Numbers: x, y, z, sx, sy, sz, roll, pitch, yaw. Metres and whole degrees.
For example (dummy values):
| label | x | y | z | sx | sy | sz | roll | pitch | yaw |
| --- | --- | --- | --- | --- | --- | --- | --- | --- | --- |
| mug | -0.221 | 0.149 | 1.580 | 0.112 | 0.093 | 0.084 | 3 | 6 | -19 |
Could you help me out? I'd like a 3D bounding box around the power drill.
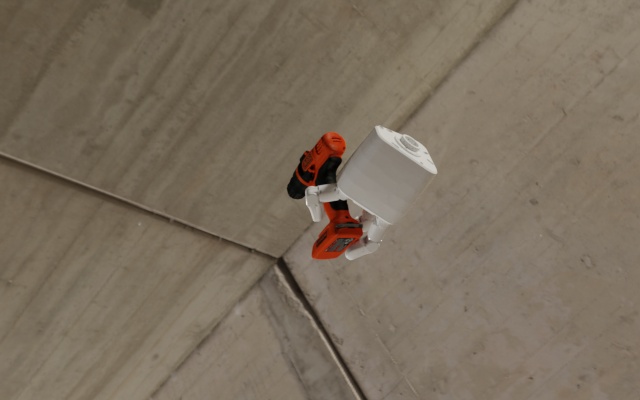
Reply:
| label | x | y | z | sx | sy | sz | roll | pitch | yaw |
| --- | --- | --- | --- | --- | --- | --- | --- | --- | --- |
| power drill | 0.000 | 0.003 | 0.825 | 0.057 | 0.187 | 0.184 | 0 | -29 | -28 |
